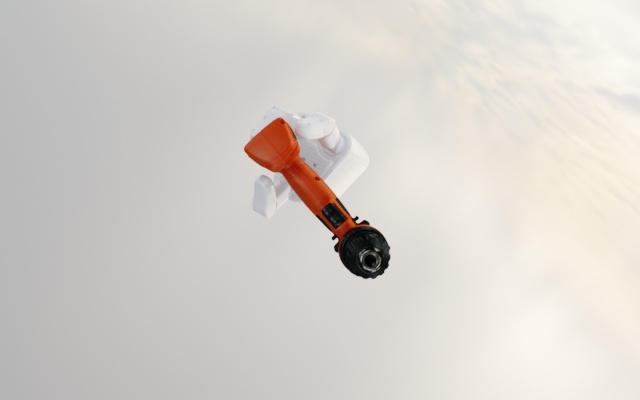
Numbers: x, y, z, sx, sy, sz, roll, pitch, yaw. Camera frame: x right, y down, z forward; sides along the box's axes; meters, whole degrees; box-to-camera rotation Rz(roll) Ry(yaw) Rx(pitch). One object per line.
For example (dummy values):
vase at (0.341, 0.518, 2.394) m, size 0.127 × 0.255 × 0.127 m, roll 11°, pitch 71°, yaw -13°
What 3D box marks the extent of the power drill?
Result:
power drill at (0.000, 0.001, 0.510) m, size 0.057 × 0.187 × 0.184 m, roll -39°, pitch 0°, yaw -1°
